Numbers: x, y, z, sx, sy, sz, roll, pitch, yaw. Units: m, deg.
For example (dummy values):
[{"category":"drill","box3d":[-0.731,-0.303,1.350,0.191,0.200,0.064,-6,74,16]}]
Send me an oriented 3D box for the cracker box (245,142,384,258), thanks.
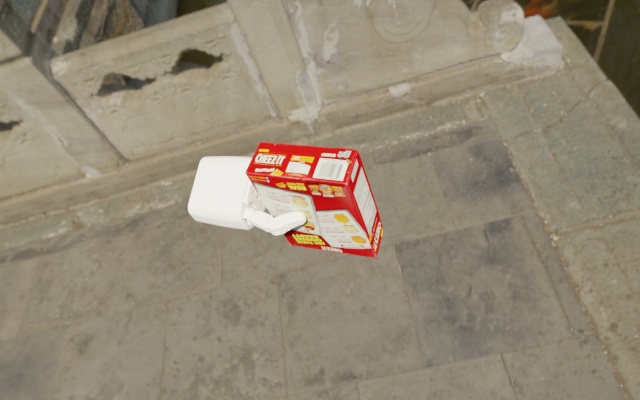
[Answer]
[{"category":"cracker box","box3d":[0.000,0.003,0.761,0.164,0.072,0.214,7,-32,23]}]
